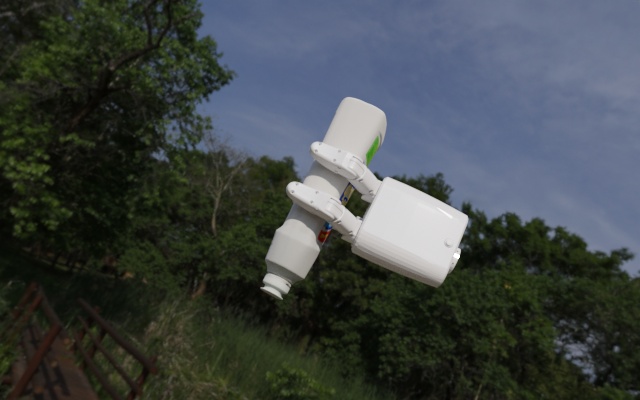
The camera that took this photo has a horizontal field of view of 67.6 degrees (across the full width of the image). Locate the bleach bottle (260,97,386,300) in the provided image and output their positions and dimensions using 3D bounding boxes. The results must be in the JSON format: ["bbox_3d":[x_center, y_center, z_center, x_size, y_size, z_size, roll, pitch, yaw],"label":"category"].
[{"bbox_3d":[0.000,0.002,0.578,0.068,0.250,0.103,25,-19,9],"label":"bleach bottle"}]
